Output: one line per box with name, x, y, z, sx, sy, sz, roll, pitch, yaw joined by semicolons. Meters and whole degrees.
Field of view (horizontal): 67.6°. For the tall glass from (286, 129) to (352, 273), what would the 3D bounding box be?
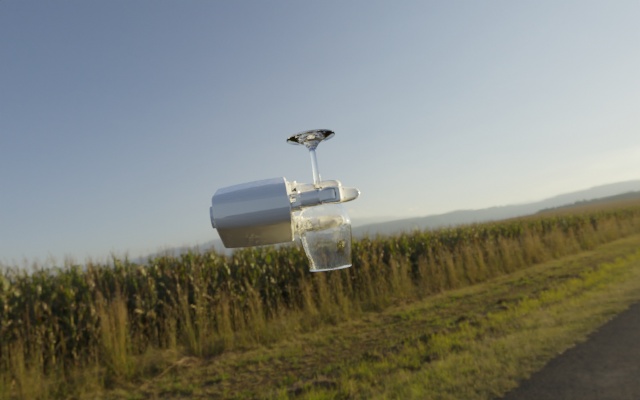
tall glass;0.000;0.002;0.703;0.079;0.201;0.079;-9;-7;-1
